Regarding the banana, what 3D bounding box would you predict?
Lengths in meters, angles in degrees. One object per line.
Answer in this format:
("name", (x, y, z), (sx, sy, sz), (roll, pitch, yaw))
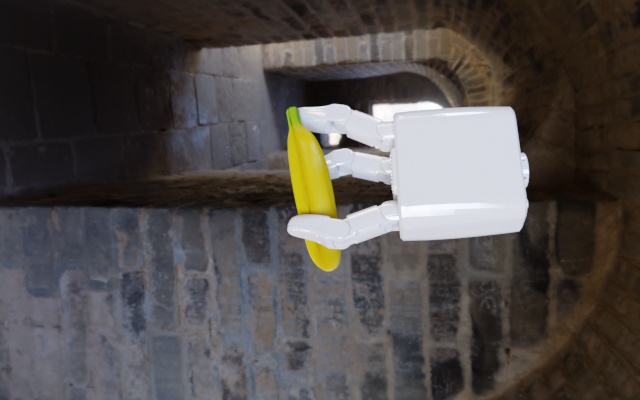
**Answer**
("banana", (-0.001, 0.009, 0.480), (0.037, 0.198, 0.069), (-6, 31, 7))
